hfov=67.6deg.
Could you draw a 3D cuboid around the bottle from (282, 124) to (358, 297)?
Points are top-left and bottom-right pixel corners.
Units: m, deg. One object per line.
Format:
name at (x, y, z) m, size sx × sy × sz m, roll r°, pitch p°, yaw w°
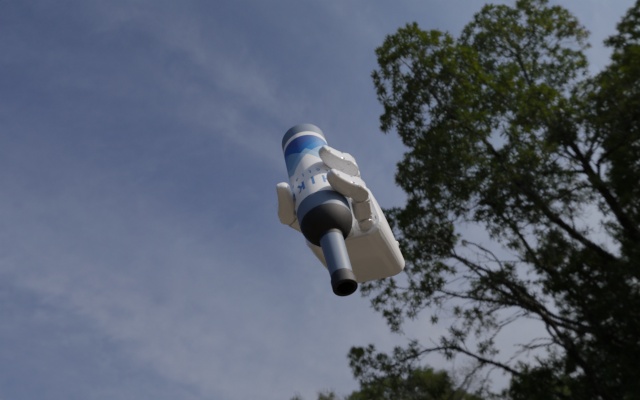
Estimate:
bottle at (0.000, 0.002, 0.614) m, size 0.069 × 0.069 × 0.295 m, roll 0°, pitch 38°, yaw -13°
